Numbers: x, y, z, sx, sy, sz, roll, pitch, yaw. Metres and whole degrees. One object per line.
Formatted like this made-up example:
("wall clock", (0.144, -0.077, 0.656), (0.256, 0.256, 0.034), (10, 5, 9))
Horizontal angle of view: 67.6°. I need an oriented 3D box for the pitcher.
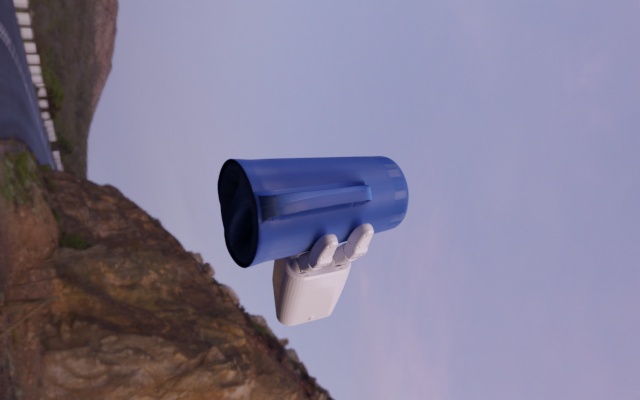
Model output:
("pitcher", (0.000, 0.002, 0.625), (0.243, 0.145, 0.149), (-8, 42, -30))
